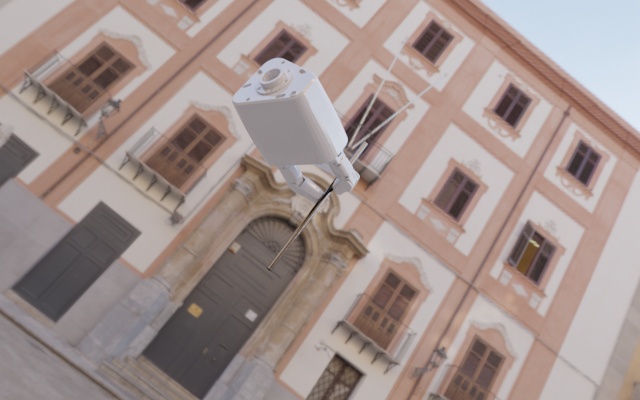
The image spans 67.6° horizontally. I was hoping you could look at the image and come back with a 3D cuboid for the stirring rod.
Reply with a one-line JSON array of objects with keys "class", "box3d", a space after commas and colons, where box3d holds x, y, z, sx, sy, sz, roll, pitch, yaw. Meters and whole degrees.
[{"class": "stirring rod", "box3d": [0.000, 0.002, 0.671, 0.011, 0.239, 0.011, 31, -23, 15]}]
